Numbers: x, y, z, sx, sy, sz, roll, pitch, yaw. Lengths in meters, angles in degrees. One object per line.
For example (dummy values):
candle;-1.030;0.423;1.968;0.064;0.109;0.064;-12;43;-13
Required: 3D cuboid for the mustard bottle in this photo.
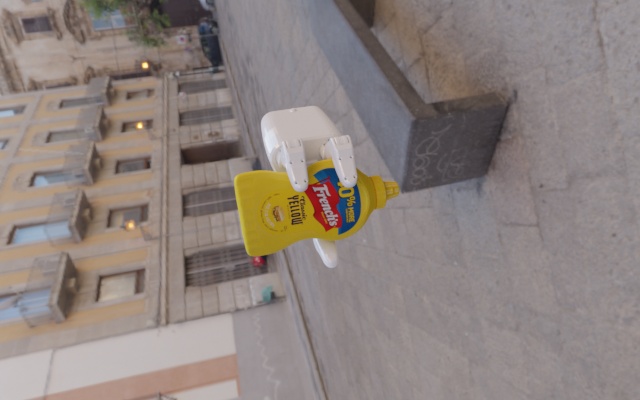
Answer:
mustard bottle;0.000;0.002;0.563;0.191;0.096;0.058;-10;9;-10
